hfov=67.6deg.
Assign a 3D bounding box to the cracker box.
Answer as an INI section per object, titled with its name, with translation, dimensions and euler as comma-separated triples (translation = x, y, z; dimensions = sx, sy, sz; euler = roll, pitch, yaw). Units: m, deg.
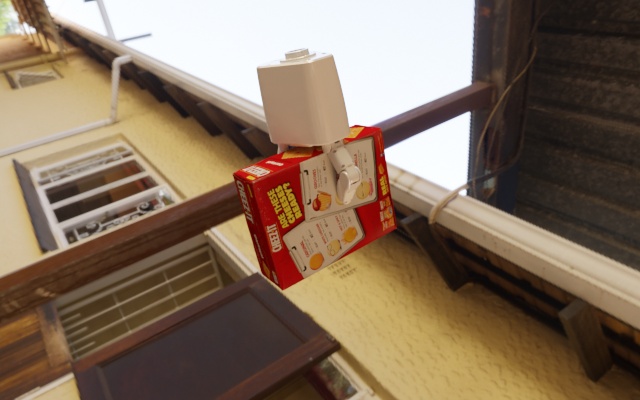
[cracker box]
translation = 0.000, 0.002, 0.680
dimensions = 0.213, 0.164, 0.072
euler = -25, 26, -27
